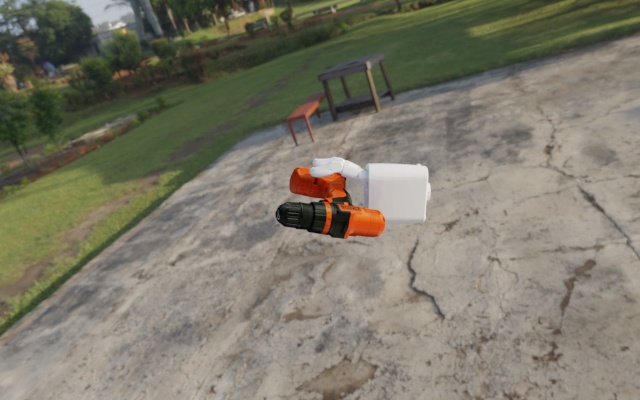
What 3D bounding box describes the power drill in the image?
[{"bbox_3d":[0.000,0.002,0.827,0.184,0.057,0.187,9,24,-20],"label":"power drill"}]
